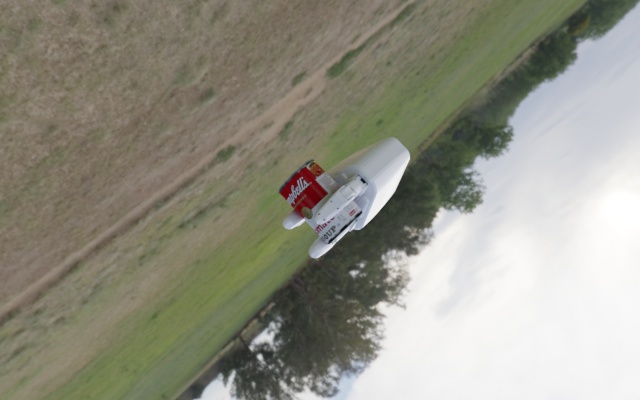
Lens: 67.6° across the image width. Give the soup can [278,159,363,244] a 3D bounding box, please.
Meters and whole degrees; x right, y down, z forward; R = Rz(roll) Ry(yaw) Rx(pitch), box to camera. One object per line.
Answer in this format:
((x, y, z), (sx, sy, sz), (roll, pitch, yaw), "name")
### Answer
((0.000, 0.003, 0.661), (0.068, 0.102, 0.068), (-43, -4, -4), "soup can")
